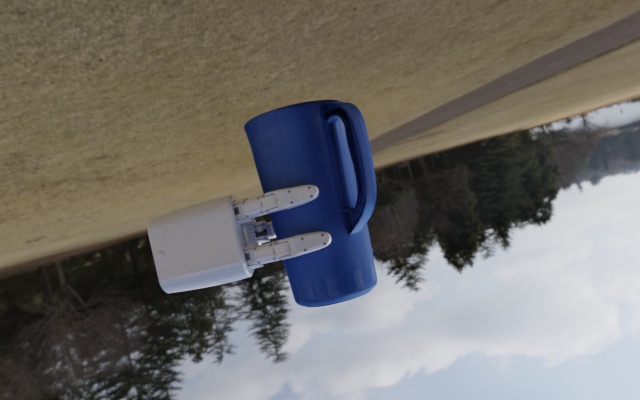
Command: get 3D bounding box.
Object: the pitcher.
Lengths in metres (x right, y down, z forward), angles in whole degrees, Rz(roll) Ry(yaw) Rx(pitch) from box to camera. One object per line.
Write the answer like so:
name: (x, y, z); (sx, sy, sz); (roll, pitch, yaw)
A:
pitcher: (0.000, 0.002, 0.597); (0.145, 0.243, 0.149); (-14, -2, 3)
